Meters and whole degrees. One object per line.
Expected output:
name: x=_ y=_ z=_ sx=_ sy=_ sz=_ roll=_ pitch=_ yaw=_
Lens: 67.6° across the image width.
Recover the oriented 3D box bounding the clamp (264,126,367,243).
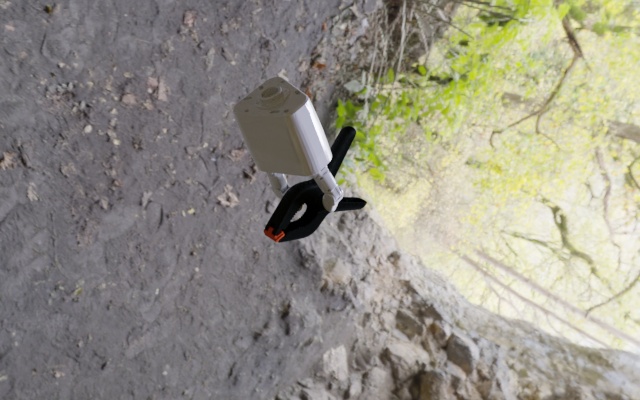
clamp: x=0.000 y=0.003 z=0.762 sx=0.036 sy=0.165 sz=0.210 roll=27 pitch=61 yaw=39
